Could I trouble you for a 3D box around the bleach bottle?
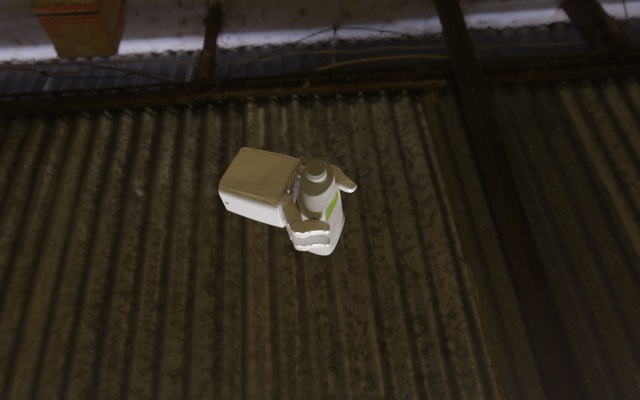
[{"bbox_3d":[0.000,0.003,0.790,0.068,0.102,0.251,15,-25,10],"label":"bleach bottle"}]
